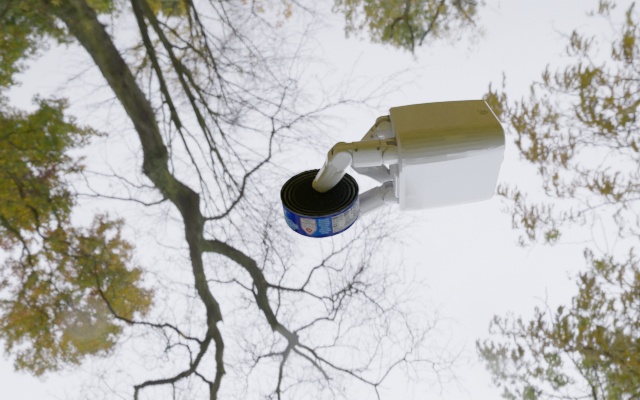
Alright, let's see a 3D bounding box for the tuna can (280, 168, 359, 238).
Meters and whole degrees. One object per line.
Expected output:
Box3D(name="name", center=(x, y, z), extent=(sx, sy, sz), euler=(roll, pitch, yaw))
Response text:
Box3D(name="tuna can", center=(0.000, 0.002, 0.524), extent=(0.086, 0.034, 0.086), euler=(-4, 38, 3))
